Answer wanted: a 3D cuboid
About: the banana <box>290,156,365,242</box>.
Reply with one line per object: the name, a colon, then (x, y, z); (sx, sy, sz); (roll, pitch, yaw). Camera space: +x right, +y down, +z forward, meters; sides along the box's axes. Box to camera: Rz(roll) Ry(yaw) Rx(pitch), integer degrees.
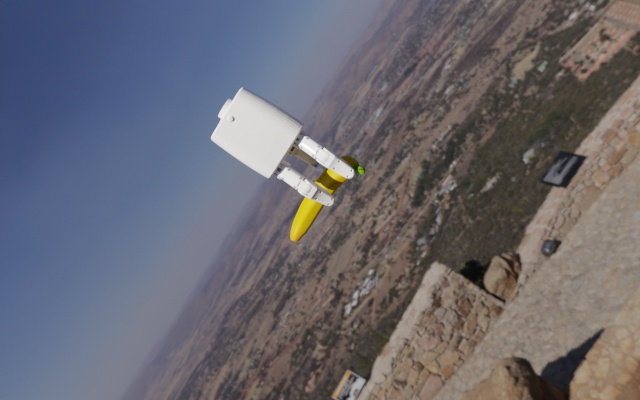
banana: (0.005, -0.011, 0.776); (0.037, 0.069, 0.198); (31, -52, -14)
